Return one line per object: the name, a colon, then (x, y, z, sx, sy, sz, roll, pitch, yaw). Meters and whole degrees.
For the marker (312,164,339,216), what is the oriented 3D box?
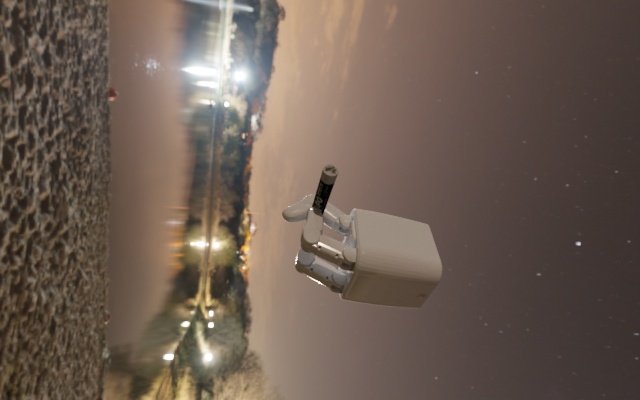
marker: (0.000, 0.002, 0.599, 0.020, 0.020, 0.121, 0, -38, -15)
